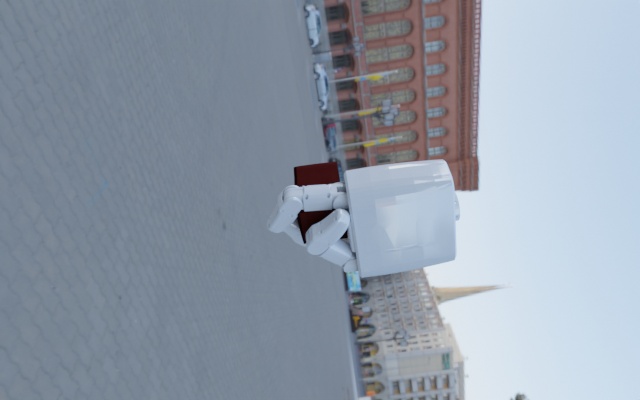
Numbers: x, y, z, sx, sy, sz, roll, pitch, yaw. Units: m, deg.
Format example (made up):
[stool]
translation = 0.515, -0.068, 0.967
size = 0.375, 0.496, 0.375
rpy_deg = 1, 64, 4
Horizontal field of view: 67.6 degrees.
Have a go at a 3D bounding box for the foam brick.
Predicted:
[foam brick]
translation = 0.000, 0.002, 0.540
size = 0.051, 0.053, 0.078
rpy_deg = -9, 44, 3
